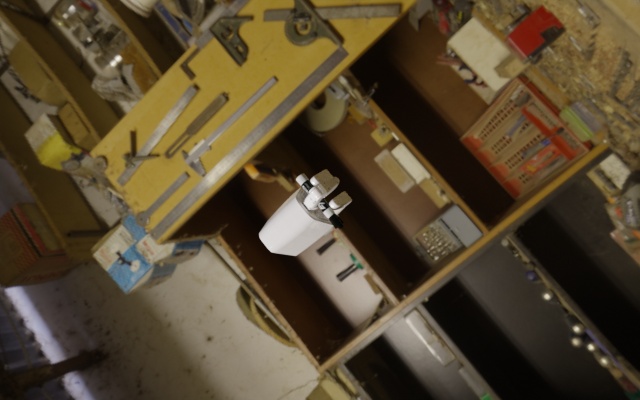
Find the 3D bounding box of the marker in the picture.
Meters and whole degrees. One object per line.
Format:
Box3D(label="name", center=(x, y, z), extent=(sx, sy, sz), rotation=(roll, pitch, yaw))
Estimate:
Box3D(label="marker", center=(0.000, 0.003, 0.853), extent=(0.020, 0.121, 0.020), rotation=(-38, -10, -8))
